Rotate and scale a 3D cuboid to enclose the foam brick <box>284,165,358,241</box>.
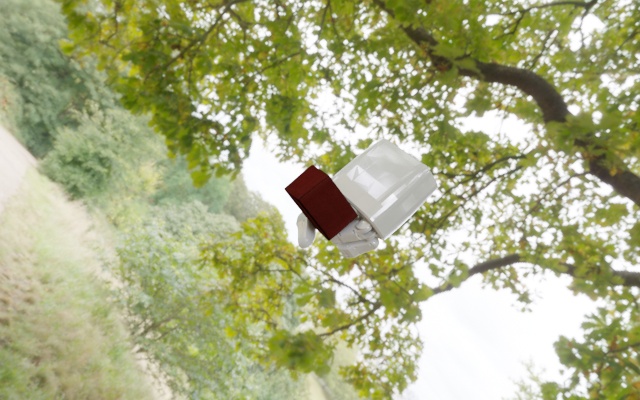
[{"bbox_3d":[0.000,0.002,0.617,0.051,0.078,0.053,-41,32,-6],"label":"foam brick"}]
